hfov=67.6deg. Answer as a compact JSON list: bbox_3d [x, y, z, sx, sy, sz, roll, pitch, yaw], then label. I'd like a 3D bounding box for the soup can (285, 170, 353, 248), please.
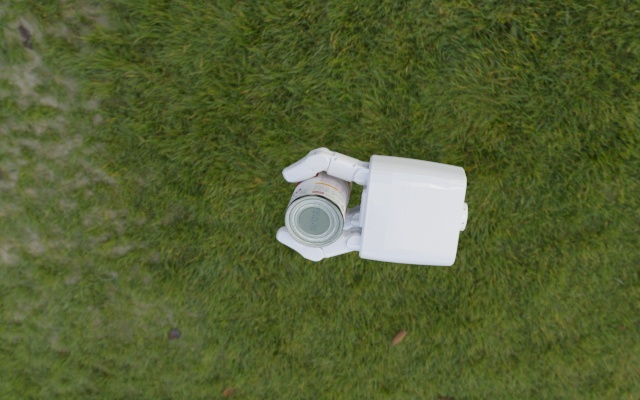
[{"bbox_3d":[0.000,0.002,0.561,0.068,0.068,0.102,0,27,9],"label":"soup can"}]
